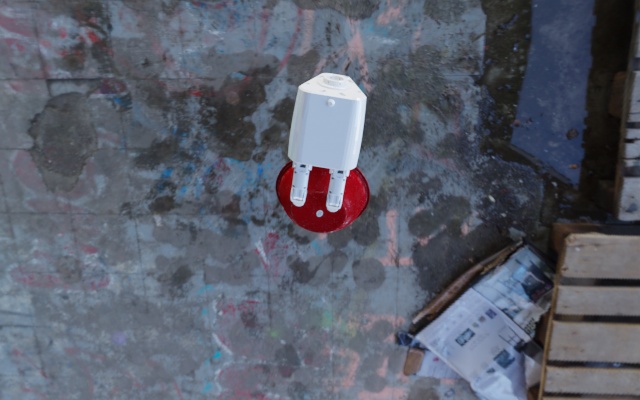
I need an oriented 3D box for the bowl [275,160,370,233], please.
[{"bbox_3d":[0.000,0.004,0.792,0.162,0.162,0.055,0,41,9],"label":"bowl"}]
